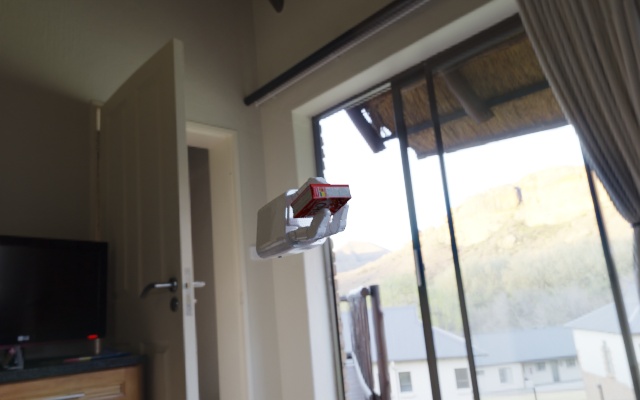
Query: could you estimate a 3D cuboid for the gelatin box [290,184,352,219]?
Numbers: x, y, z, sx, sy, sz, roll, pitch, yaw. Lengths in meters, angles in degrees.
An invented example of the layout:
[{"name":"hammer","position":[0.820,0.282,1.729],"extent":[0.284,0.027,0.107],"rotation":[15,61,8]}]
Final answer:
[{"name":"gelatin box","position":[0.000,0.002,0.799],"extent":[0.073,0.030,0.089],"rotation":[0,-24,-28]}]
